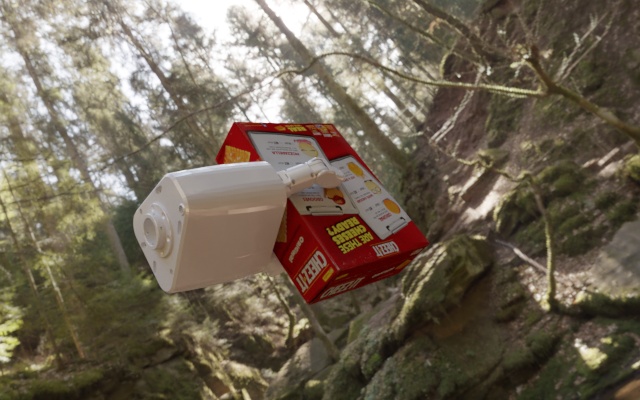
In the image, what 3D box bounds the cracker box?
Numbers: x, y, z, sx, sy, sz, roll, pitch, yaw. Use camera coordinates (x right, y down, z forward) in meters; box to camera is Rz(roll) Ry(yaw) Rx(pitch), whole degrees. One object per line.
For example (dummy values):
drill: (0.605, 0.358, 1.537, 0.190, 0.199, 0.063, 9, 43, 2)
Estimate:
cracker box: (0.000, 0.002, 0.561, 0.164, 0.213, 0.072, -8, -36, -45)
